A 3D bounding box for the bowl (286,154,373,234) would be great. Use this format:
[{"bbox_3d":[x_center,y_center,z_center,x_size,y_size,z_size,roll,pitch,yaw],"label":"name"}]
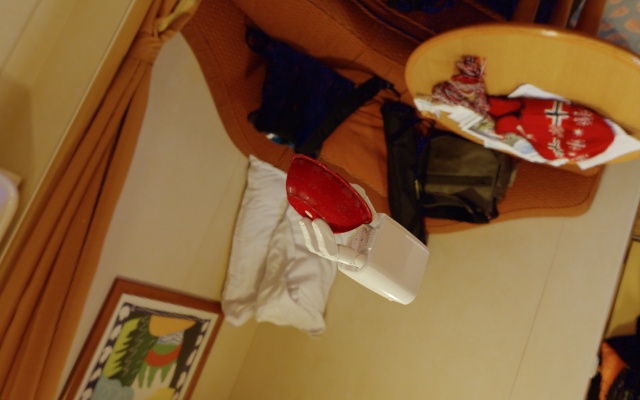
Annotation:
[{"bbox_3d":[-0.001,0.002,0.736,0.162,0.055,0.162,37,-16,12],"label":"bowl"}]
